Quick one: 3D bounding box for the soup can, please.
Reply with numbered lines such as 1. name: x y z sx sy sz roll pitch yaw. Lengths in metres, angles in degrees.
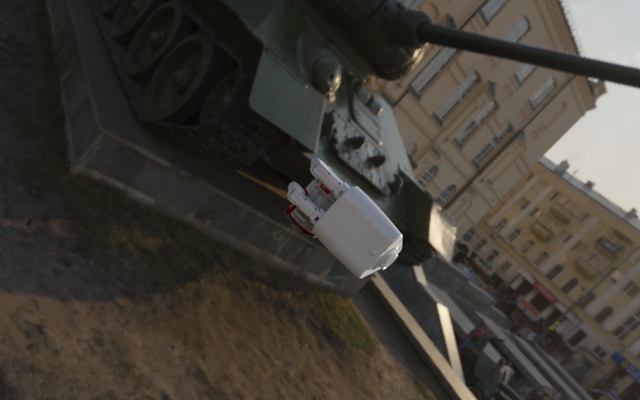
1. soup can: 0.000 0.002 0.782 0.068 0.102 0.068 41 10 -9
